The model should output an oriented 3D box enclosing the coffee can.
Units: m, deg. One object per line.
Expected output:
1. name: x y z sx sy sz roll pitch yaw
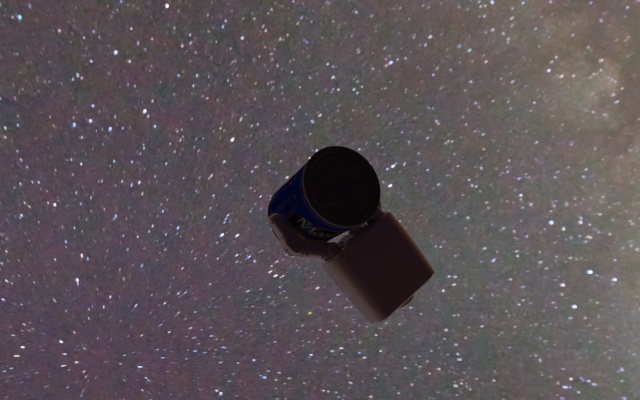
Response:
1. coffee can: 0.000 0.002 0.631 0.103 0.102 0.140 0 -17 -25
